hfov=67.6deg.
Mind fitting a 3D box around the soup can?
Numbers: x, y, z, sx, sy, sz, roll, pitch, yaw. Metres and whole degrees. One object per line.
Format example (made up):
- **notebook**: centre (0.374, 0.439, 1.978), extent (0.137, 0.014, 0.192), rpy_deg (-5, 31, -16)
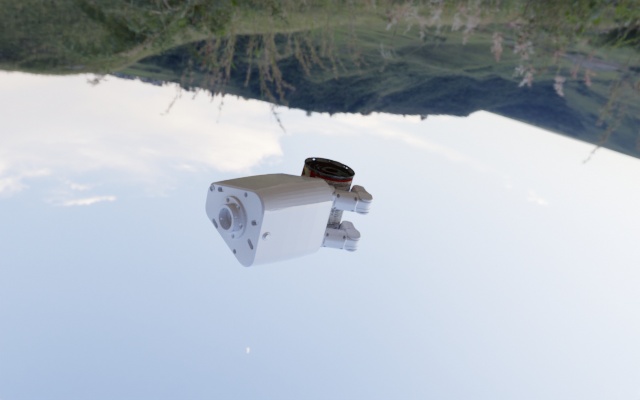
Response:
- **soup can**: centre (0.000, 0.002, 0.632), extent (0.068, 0.102, 0.068), rpy_deg (13, 22, -5)
